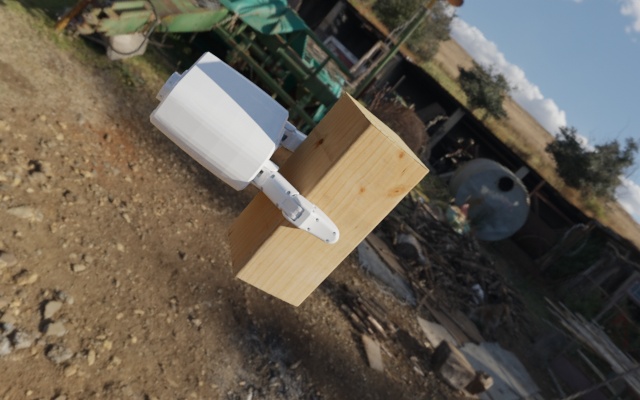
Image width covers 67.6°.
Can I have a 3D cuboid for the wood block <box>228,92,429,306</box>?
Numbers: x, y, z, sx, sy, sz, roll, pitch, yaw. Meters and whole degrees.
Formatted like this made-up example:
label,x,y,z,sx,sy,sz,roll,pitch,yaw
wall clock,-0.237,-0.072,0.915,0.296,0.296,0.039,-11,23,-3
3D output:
label,x,y,z,sx,sy,sz,roll,pitch,yaw
wood block,0.000,0.002,0.513,0.090,0.206,0.090,33,18,-29
